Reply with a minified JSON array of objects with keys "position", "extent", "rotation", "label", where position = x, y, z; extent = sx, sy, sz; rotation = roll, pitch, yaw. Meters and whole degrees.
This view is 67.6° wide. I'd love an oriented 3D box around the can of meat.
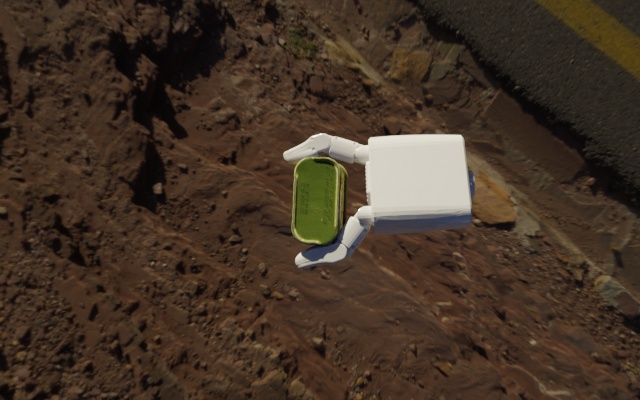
[{"position":[0.000,0.002,0.556],"extent":[0.057,0.102,0.084],"rotation":[2,-2,7],"label":"can of meat"}]
